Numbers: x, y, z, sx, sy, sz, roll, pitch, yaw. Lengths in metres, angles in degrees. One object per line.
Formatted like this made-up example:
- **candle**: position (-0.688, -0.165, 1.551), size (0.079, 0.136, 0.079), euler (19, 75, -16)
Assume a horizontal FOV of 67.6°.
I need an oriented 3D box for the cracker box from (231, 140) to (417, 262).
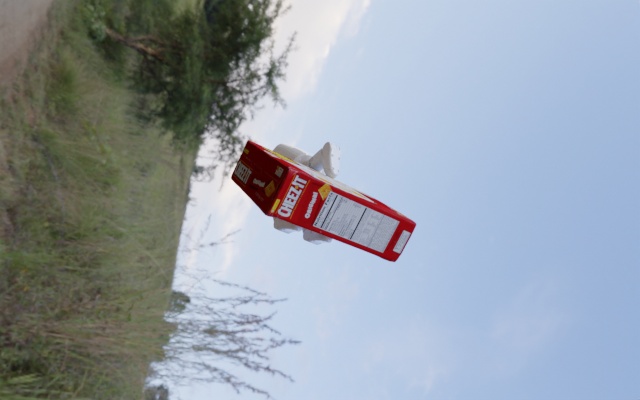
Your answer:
- **cracker box**: position (0.000, 0.002, 0.665), size (0.214, 0.072, 0.164), euler (23, 6, -31)
